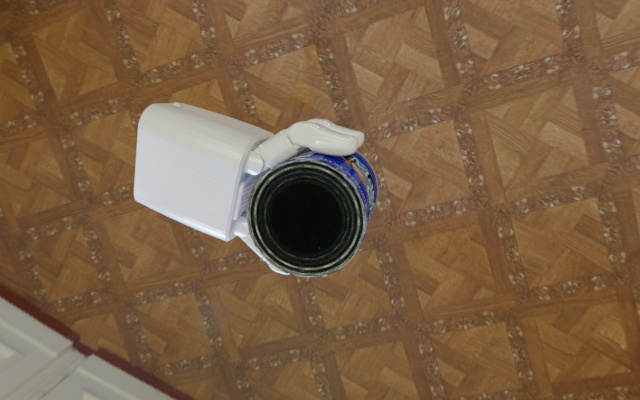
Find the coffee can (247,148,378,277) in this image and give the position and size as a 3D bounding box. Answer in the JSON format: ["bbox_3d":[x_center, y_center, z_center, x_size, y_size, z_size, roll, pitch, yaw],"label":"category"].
[{"bbox_3d":[0.000,0.002,0.463,0.103,0.103,0.140,0,12,11],"label":"coffee can"}]
